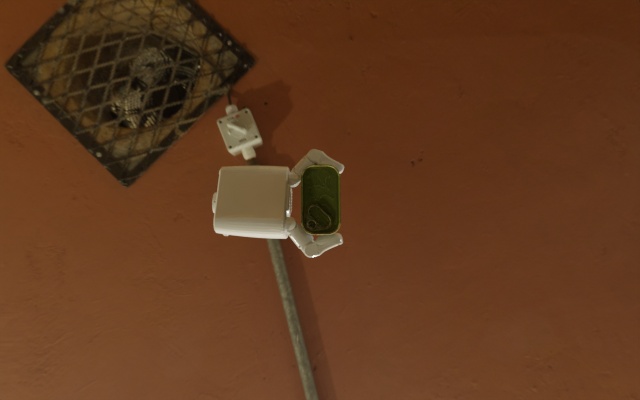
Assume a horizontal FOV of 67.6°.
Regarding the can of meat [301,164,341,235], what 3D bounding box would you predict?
[{"bbox_3d":[0.000,0.002,0.727,0.057,0.102,0.084,-1,-5,-1],"label":"can of meat"}]
